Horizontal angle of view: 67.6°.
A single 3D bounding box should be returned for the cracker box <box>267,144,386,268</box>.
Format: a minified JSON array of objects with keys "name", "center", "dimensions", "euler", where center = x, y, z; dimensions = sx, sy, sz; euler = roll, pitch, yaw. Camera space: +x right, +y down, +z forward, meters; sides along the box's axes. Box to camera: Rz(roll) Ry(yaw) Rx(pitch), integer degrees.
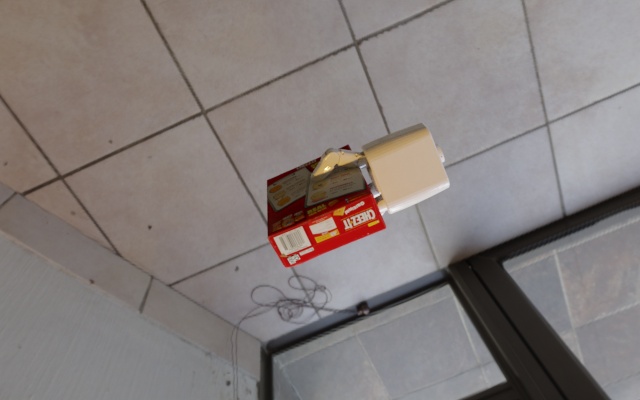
[{"name":"cracker box","center":[0.000,0.002,0.776],"dimensions":[0.164,0.072,0.213],"euler":[-23,25,4]}]
